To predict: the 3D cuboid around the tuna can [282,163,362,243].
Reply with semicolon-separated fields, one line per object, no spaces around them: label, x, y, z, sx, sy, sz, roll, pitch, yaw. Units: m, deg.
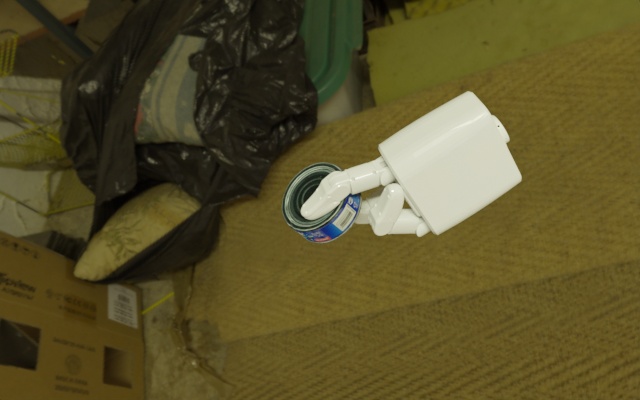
tuna can;0.000;0.002;0.526;0.086;0.086;0.034;0;-26;35
